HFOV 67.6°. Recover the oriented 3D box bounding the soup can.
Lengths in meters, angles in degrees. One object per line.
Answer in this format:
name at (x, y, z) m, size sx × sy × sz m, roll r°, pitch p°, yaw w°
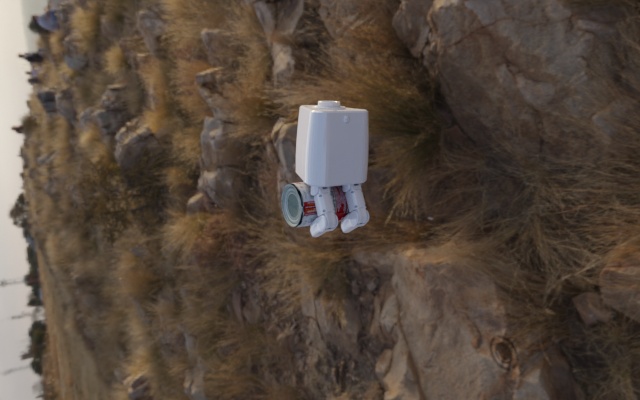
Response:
soup can at (0.000, 0.003, 0.731) m, size 0.102 × 0.068 × 0.068 m, roll -7°, pitch 3°, yaw -30°
